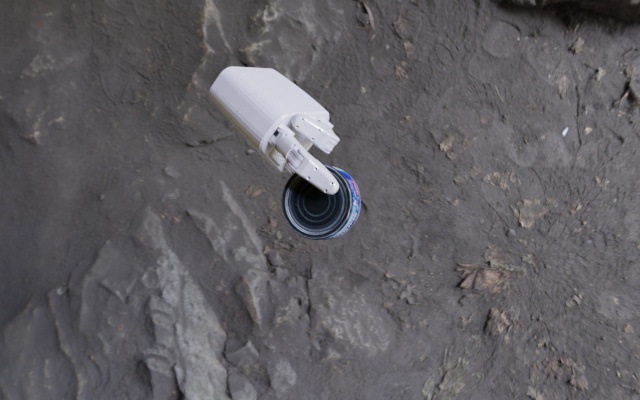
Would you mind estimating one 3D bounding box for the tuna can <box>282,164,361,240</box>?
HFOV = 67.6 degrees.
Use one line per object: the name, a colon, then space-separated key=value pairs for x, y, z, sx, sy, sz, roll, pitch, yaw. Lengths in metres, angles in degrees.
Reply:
tuna can: x=0.000 y=0.002 z=0.538 sx=0.086 sy=0.086 sz=0.034 roll=0 pitch=-2 yaw=20
